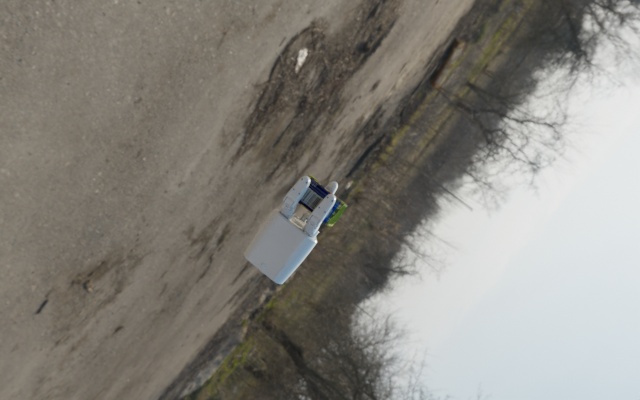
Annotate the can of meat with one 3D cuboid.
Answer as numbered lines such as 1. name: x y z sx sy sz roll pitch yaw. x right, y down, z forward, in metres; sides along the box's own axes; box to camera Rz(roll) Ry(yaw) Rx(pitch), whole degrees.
1. can of meat: 0.000 0.003 0.881 0.084 0.057 0.102 38 2 8
